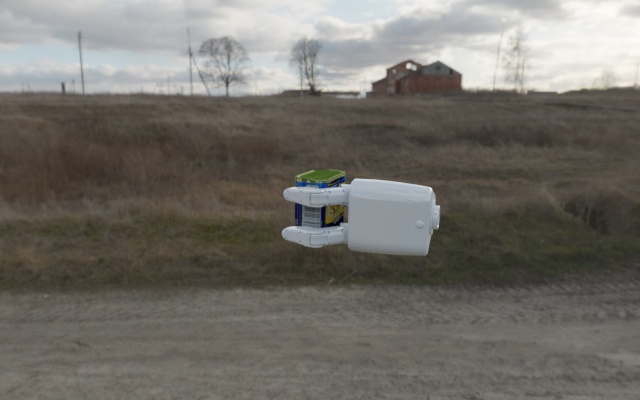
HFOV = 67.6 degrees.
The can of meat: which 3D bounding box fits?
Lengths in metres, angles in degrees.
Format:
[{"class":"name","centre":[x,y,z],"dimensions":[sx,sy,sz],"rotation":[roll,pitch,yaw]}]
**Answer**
[{"class":"can of meat","centre":[0.000,0.002,0.693],"dimensions":[0.057,0.084,0.102],"rotation":[6,13,20]}]
